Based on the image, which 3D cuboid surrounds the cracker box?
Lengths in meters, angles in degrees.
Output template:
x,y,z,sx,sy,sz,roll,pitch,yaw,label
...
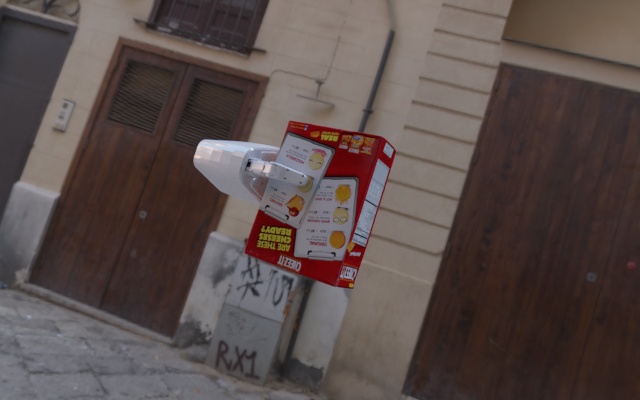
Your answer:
x,y,z,sx,sy,sz,roll,pitch,yaw,label
0.000,0.002,0.699,0.164,0.213,0.072,15,-5,31,cracker box
